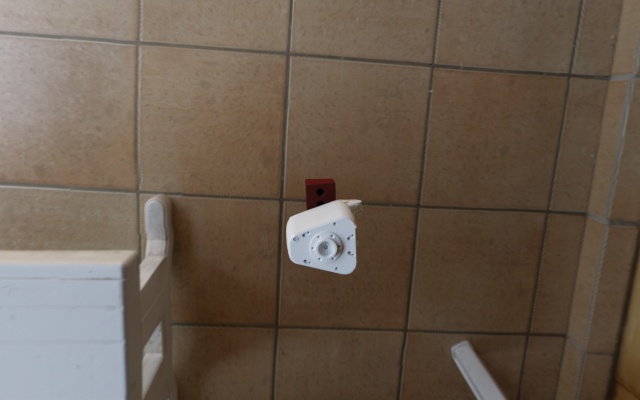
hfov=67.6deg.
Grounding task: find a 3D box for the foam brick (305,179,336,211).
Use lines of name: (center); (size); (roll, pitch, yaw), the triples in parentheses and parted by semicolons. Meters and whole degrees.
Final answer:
foam brick: (0.000, 0.002, 0.847); (0.053, 0.078, 0.051); (-3, 11, -2)
